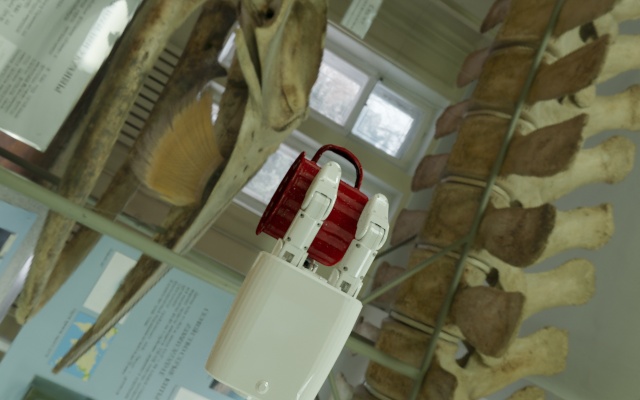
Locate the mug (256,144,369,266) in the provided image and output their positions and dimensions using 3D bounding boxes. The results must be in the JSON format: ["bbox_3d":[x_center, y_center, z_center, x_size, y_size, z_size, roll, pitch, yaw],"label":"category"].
[{"bbox_3d":[0.001,0.000,0.470,0.081,0.117,0.093,30,-9,-10],"label":"mug"}]
